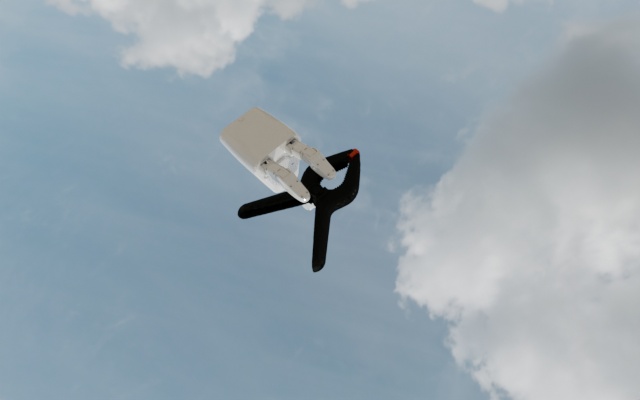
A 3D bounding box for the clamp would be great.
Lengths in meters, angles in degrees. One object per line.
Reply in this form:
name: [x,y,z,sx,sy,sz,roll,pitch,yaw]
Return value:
clamp: [0.000,0.002,0.734,0.164,0.210,0.036,41,-20,26]
